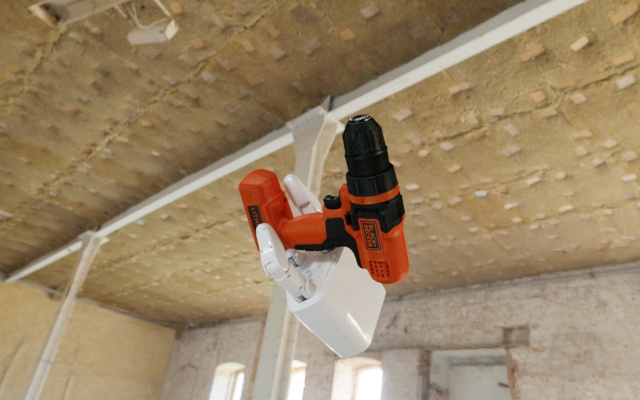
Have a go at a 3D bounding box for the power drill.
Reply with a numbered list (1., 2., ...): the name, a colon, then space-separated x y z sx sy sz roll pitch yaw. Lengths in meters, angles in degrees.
1. power drill: 0.000 0.002 0.526 0.187 0.184 0.057 2 25 34
